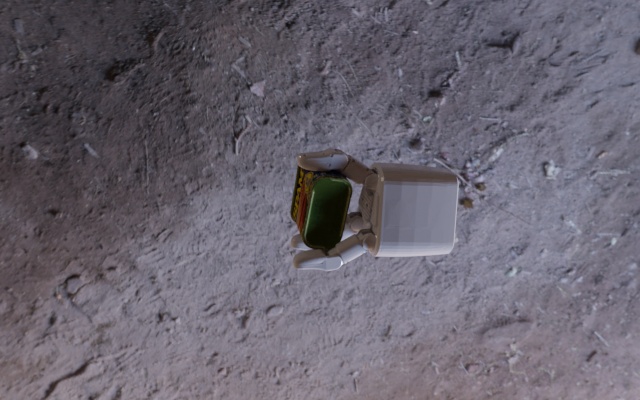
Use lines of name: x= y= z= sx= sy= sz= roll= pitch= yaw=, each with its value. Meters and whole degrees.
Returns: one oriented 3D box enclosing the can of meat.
can of meat: x=0.000 y=0.002 z=0.612 sx=0.057 sy=0.102 sz=0.084 roll=5 pitch=21 yaw=-15
